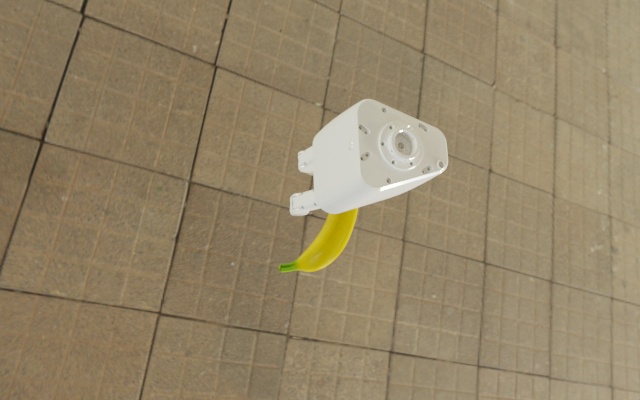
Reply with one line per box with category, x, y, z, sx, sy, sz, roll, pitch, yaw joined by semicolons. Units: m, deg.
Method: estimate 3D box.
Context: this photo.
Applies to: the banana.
banana;0.015;0.013;0.624;0.069;0.197;0.037;26;-17;-10
